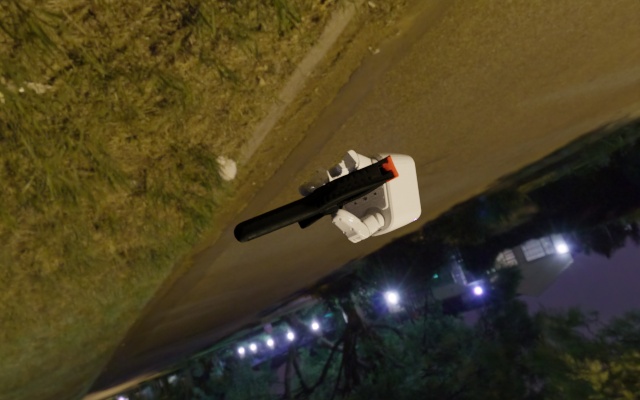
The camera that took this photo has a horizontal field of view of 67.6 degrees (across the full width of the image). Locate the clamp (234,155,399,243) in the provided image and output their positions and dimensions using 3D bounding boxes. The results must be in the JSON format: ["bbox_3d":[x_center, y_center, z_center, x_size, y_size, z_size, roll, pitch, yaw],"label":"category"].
[{"bbox_3d":[0.001,0.003,0.610,0.210,0.036,0.164,-28,-9,35],"label":"clamp"}]
